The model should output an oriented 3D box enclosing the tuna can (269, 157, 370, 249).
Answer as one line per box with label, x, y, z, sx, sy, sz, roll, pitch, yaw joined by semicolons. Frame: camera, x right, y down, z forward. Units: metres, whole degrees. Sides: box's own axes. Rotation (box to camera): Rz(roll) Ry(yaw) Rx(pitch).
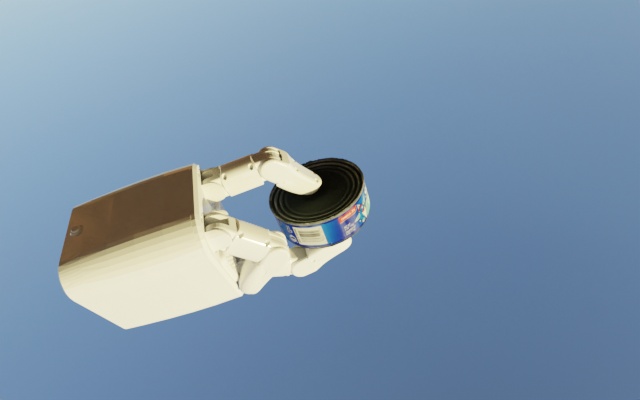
tuna can;0.000;0.002;0.423;0.086;0.034;0.086;-12;40;10
